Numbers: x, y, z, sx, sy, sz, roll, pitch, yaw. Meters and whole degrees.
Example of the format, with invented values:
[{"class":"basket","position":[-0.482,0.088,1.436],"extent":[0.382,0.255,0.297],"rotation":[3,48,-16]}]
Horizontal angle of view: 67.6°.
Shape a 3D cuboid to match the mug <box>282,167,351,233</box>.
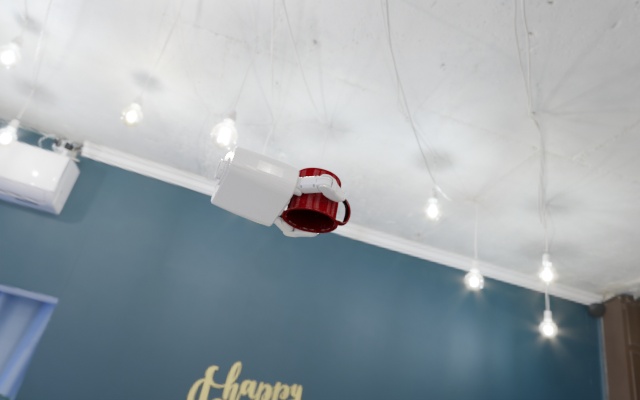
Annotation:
[{"class":"mug","position":[0.001,0.003,0.796],"extent":[0.117,0.081,0.093],"rotation":[21,-28,-19]}]
